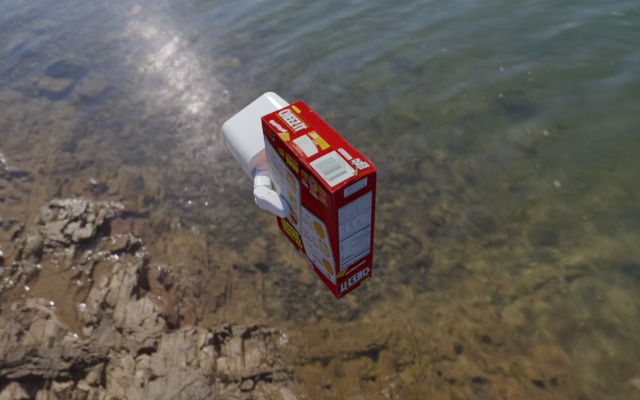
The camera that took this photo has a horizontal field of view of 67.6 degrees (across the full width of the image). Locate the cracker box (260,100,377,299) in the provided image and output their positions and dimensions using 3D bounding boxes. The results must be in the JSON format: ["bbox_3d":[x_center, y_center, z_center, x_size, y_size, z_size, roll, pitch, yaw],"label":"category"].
[{"bbox_3d":[0.000,0.002,0.630,0.072,0.214,0.164,-28,51,-20],"label":"cracker box"}]
